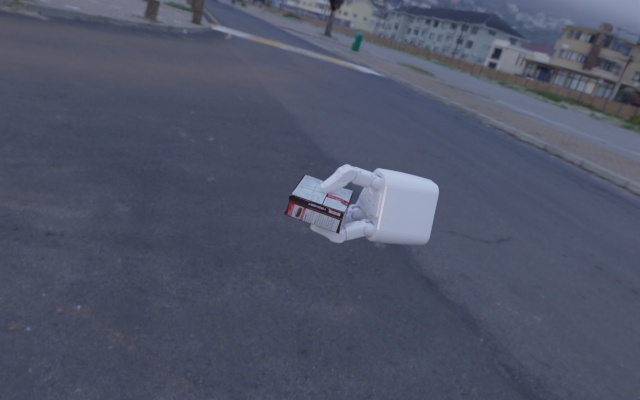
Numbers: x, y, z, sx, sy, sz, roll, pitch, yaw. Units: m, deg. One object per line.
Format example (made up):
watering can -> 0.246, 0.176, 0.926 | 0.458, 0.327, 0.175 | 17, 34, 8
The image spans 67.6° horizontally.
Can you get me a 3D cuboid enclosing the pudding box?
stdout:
pudding box -> 0.000, 0.002, 0.754 | 0.090, 0.039, 0.113 | 18, 20, 4
